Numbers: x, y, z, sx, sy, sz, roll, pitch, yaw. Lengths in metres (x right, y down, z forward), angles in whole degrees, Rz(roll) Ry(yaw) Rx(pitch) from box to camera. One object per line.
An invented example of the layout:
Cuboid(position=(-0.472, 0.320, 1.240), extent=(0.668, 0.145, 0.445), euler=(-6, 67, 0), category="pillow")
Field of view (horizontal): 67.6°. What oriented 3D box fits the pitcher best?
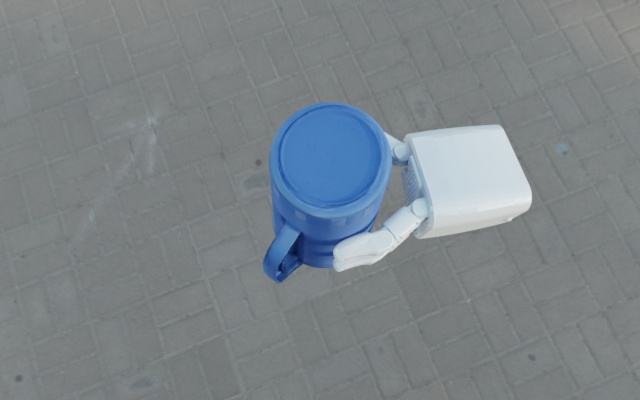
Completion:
Cuboid(position=(0.000, 0.002, 0.519), extent=(0.145, 0.149, 0.243), euler=(-6, -15, -3), category="pitcher")
